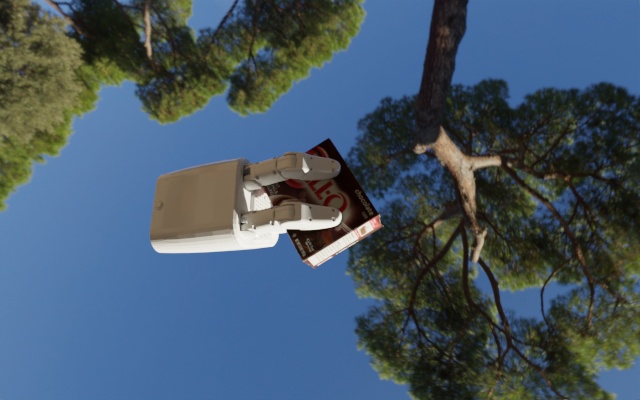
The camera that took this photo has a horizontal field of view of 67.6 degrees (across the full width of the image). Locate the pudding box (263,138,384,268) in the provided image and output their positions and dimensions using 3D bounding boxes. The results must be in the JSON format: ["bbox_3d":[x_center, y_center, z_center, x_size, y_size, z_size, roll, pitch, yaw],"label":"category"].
[{"bbox_3d":[0.000,0.002,0.507,0.090,0.113,0.039,-32,-26,2],"label":"pudding box"}]
